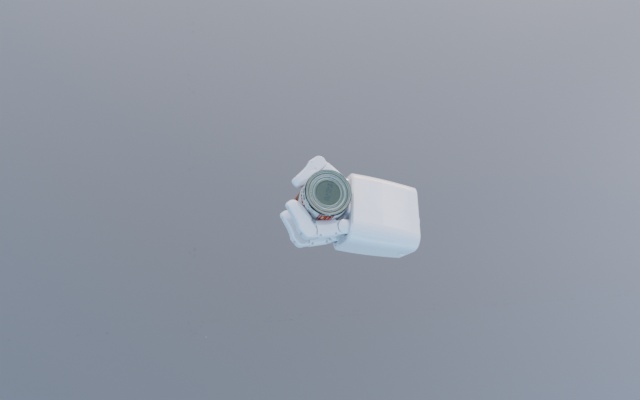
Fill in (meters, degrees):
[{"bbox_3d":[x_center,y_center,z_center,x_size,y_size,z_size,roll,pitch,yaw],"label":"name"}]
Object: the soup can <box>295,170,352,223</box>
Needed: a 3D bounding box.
[{"bbox_3d":[0.000,0.002,0.694,0.068,0.068,0.102,0,-15,-14],"label":"soup can"}]
